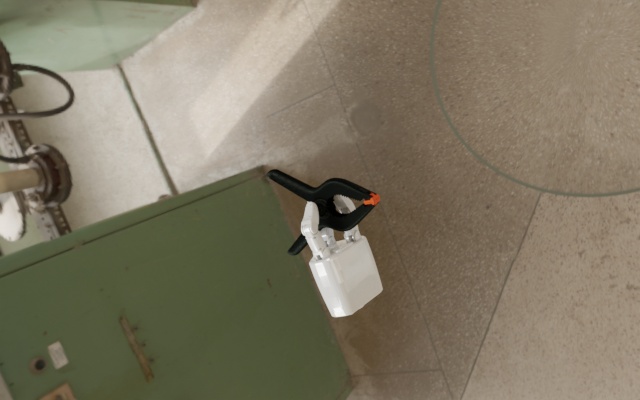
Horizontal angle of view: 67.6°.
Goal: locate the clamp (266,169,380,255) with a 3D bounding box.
[{"bbox_3d":[0.000,0.003,0.835,0.210,0.164,0.036,-17,8,32],"label":"clamp"}]
